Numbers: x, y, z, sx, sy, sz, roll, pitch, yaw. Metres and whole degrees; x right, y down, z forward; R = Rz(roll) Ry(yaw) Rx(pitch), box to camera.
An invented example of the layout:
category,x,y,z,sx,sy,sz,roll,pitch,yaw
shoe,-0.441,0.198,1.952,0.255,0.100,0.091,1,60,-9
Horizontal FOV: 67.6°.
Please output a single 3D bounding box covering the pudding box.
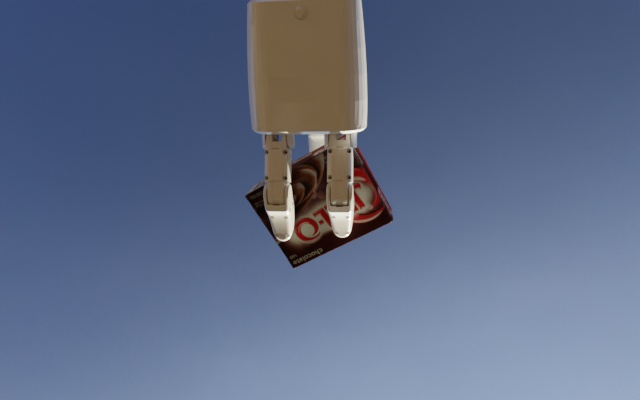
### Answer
category,x,y,z,sx,sy,sz,roll,pitch,yaw
pudding box,0.000,0.001,0.458,0.113,0.090,0.039,-27,17,16
